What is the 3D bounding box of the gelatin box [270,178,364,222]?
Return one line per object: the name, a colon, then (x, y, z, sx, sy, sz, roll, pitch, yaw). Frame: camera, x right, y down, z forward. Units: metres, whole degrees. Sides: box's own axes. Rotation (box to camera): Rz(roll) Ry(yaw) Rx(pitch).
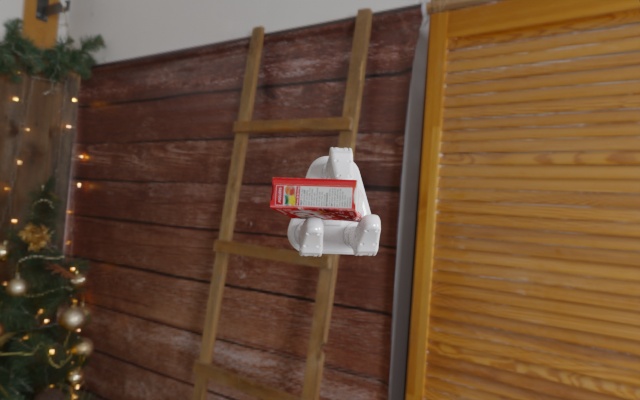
gelatin box: (0.000, 0.001, 0.436, 0.073, 0.030, 0.089, 3, -8, 9)
